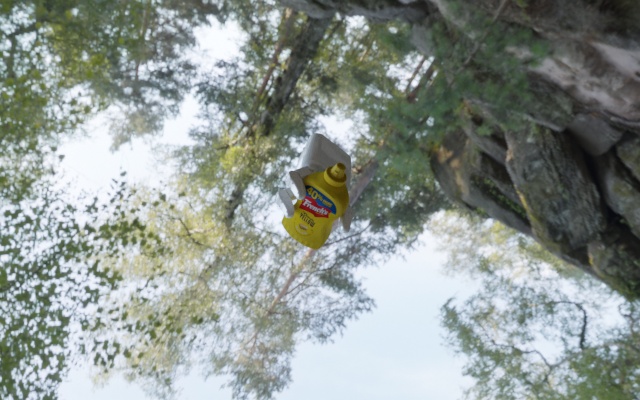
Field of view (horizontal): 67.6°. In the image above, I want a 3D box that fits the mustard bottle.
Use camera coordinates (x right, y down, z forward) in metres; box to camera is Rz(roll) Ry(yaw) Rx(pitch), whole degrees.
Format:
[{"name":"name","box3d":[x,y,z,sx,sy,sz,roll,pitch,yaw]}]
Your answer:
[{"name":"mustard bottle","box3d":[0.000,0.003,0.891,0.096,0.192,0.058,38,40,9]}]
